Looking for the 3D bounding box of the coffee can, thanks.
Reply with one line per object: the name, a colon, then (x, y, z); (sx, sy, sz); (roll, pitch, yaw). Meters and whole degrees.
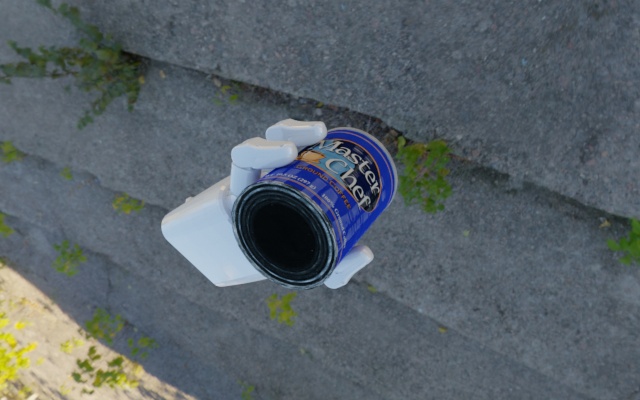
coffee can: (0.000, 0.001, 0.447); (0.103, 0.103, 0.140); (0, 25, 31)
